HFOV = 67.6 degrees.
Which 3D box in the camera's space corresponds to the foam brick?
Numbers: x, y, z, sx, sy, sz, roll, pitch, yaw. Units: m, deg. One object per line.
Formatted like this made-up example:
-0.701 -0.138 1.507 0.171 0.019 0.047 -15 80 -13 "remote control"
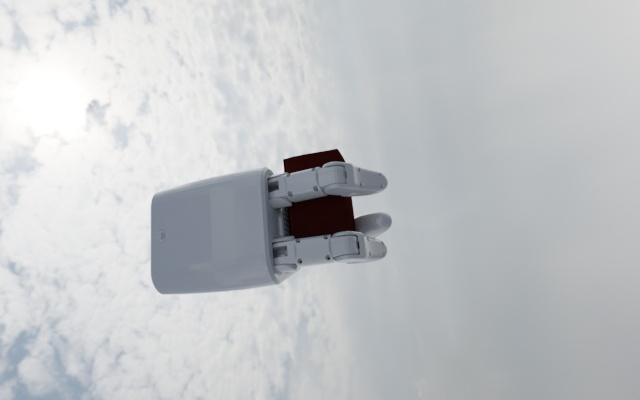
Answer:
0.000 0.001 0.423 0.051 0.078 0.053 -9 -17 10 "foam brick"
